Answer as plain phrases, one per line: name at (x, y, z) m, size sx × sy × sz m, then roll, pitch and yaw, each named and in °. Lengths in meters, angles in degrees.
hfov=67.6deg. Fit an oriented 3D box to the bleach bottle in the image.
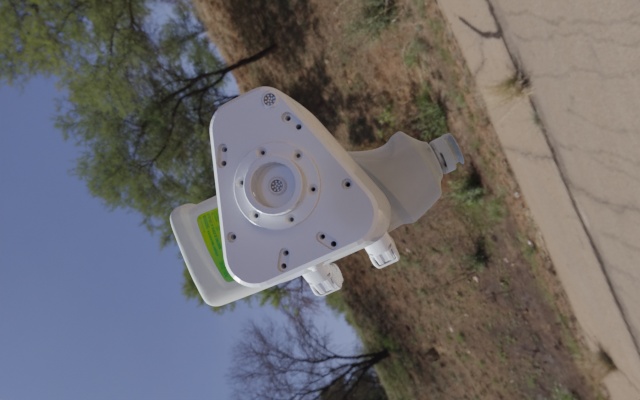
bleach bottle at (0.000, 0.002, 0.424) m, size 0.251 × 0.102 × 0.068 m, roll -25°, pitch -7°, yaw 8°
